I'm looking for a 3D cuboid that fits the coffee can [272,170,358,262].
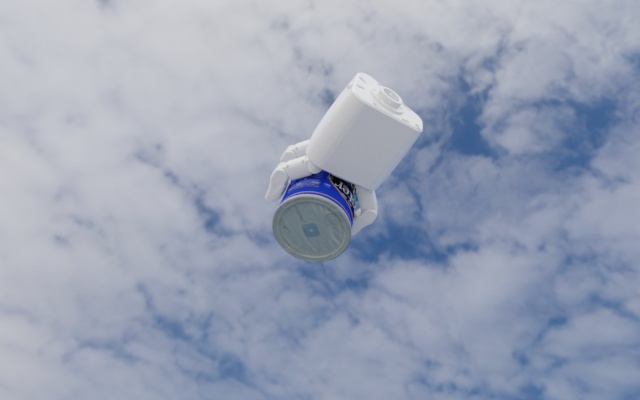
[{"bbox_3d":[0.000,0.002,0.662,0.103,0.103,0.140,0,32,12],"label":"coffee can"}]
